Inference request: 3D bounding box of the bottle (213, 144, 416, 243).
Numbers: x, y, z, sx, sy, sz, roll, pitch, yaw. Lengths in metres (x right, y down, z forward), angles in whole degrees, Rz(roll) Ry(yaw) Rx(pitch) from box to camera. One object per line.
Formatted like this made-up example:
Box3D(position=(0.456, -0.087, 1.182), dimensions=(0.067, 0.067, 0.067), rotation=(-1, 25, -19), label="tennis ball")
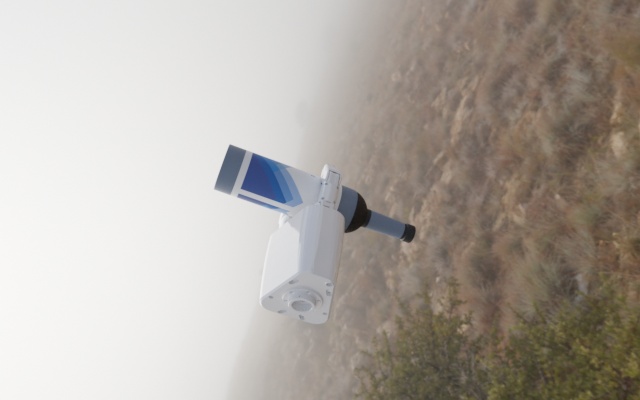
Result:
Box3D(position=(0.000, 0.002, 0.683), dimensions=(0.296, 0.069, 0.069), rotation=(20, -4, -12), label="bottle")
